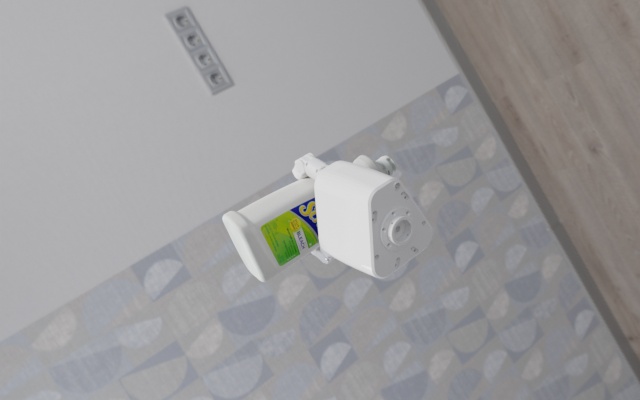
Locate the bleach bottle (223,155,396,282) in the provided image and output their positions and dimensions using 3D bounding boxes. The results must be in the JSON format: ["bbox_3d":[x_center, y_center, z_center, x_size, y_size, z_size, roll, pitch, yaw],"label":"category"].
[{"bbox_3d":[0.000,0.002,0.650,0.251,0.103,0.068,-32,29,-22],"label":"bleach bottle"}]
